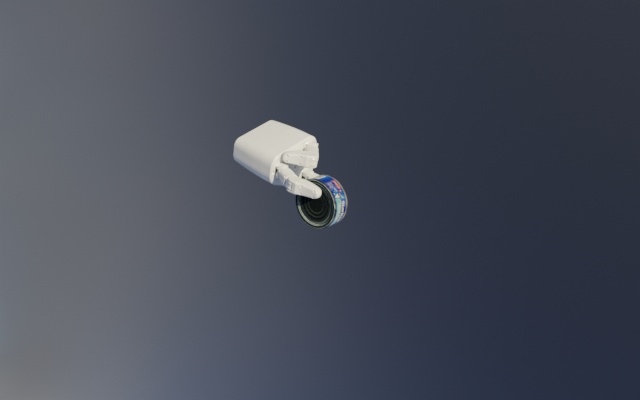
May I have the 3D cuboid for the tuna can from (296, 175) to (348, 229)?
[{"bbox_3d":[0.000,0.003,0.787,0.086,0.086,0.033,0,13,39],"label":"tuna can"}]
